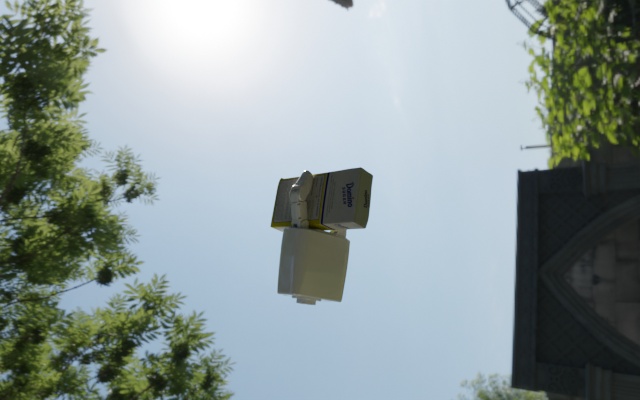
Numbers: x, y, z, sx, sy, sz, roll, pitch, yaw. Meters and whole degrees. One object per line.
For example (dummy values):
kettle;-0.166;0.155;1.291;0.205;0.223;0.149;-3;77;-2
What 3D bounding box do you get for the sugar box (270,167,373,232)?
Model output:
sugar box;0.000;0.003;0.795;0.176;0.093;0.048;-4;-20;36
